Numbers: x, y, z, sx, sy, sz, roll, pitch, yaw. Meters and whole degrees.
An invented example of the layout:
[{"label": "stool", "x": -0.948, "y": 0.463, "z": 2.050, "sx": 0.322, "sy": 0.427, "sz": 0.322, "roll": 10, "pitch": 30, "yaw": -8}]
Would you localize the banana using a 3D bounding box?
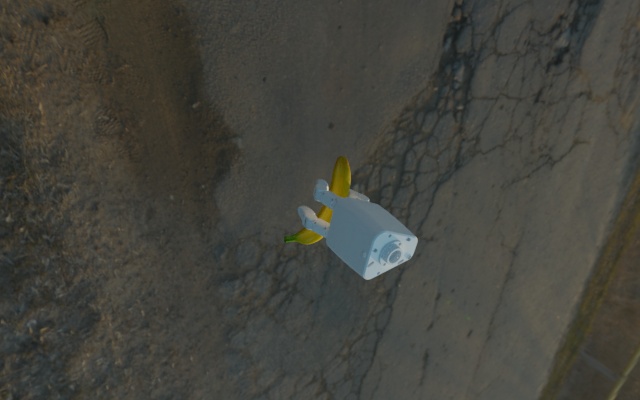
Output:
[{"label": "banana", "x": 0.011, "y": 0.012, "z": 0.897, "sx": 0.070, "sy": 0.198, "sz": 0.037, "roll": 24, "pitch": 14, "yaw": -40}]
